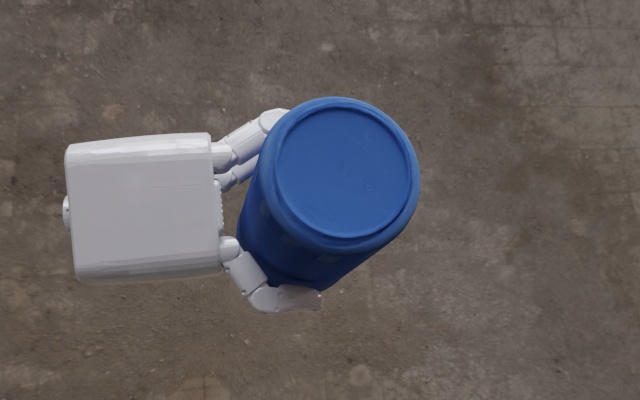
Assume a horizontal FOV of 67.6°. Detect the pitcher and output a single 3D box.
[{"bbox_3d":[0.000,0.001,0.416,0.145,0.149,0.243,-5,-13,-12],"label":"pitcher"}]
